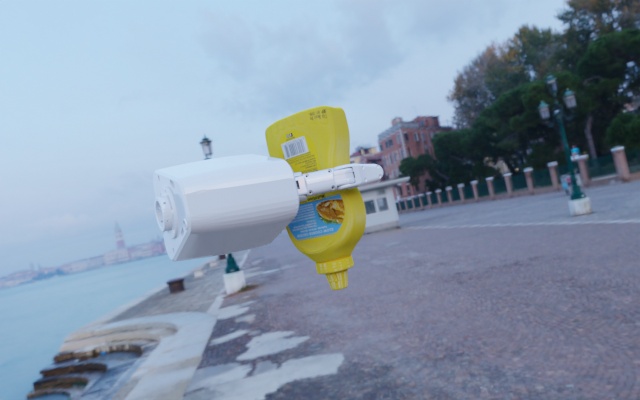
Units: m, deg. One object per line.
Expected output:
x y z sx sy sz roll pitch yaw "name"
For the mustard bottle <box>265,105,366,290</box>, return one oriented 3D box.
0.000 0.001 0.518 0.096 0.191 0.058 -14 -3 35 "mustard bottle"
